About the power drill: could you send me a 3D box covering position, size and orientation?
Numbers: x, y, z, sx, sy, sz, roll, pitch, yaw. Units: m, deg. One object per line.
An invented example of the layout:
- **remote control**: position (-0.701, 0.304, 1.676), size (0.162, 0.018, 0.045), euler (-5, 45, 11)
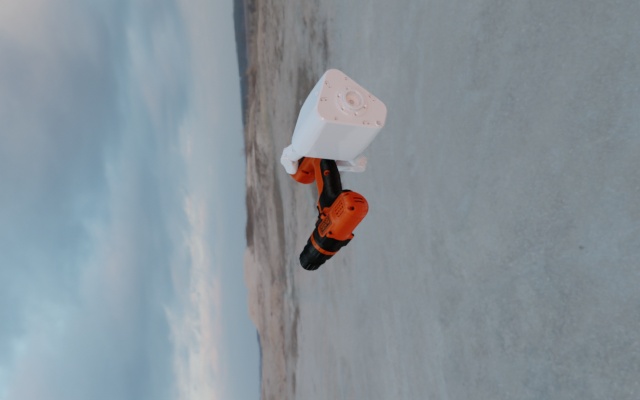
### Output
- **power drill**: position (0.000, 0.002, 0.799), size (0.057, 0.187, 0.184), euler (6, -41, -32)
